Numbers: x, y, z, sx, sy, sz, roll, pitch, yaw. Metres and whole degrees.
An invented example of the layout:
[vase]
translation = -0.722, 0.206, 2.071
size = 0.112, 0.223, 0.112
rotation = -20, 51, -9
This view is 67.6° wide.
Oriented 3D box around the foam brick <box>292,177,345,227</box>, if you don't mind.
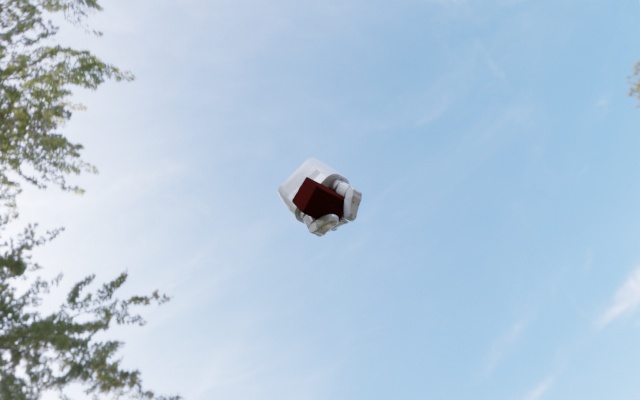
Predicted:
[foam brick]
translation = 0.000, 0.003, 0.830
size = 0.078, 0.053, 0.051
rotation = 26, 10, -34
